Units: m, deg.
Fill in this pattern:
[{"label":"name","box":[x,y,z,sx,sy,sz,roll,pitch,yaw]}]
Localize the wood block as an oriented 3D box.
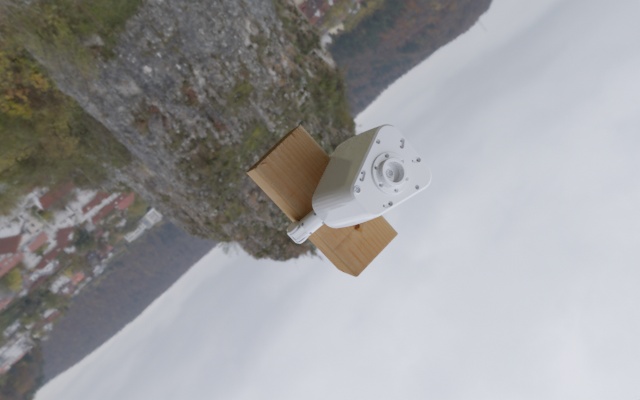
[{"label":"wood block","box":[0.000,0.003,0.689,0.091,0.206,0.090,-45,11,-11]}]
